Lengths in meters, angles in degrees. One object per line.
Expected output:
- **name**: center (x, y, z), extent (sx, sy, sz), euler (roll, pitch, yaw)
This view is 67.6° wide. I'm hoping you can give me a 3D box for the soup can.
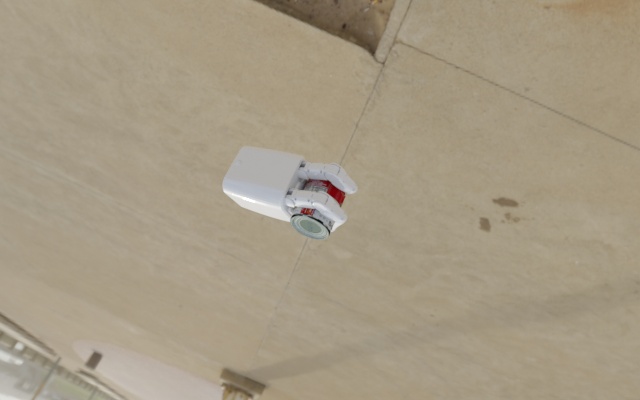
- **soup can**: center (0.000, 0.003, 0.758), extent (0.068, 0.102, 0.068), euler (17, -31, 11)
